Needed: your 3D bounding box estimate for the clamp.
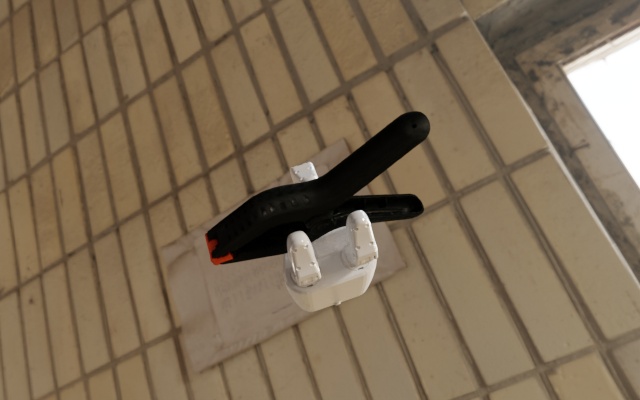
[{"bbox_3d":[-0.001,0.001,0.409,0.210,0.036,0.165,-18,-27,-6],"label":"clamp"}]
